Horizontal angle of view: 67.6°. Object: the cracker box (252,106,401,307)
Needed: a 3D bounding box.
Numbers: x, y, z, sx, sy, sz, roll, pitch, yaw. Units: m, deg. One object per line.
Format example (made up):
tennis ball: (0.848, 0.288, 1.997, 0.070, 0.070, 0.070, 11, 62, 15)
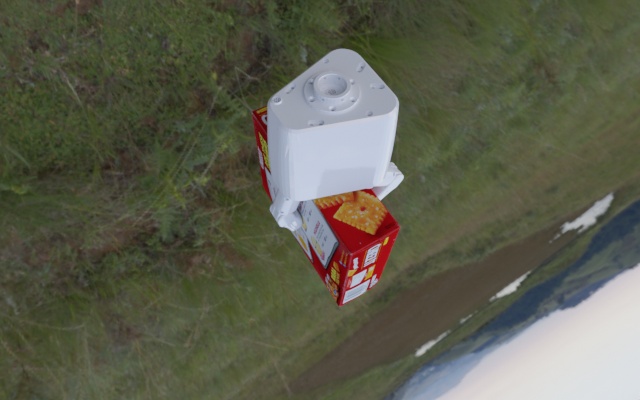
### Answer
cracker box: (0.000, 0.002, 0.586, 0.072, 0.213, 0.164, -26, -27, -16)
